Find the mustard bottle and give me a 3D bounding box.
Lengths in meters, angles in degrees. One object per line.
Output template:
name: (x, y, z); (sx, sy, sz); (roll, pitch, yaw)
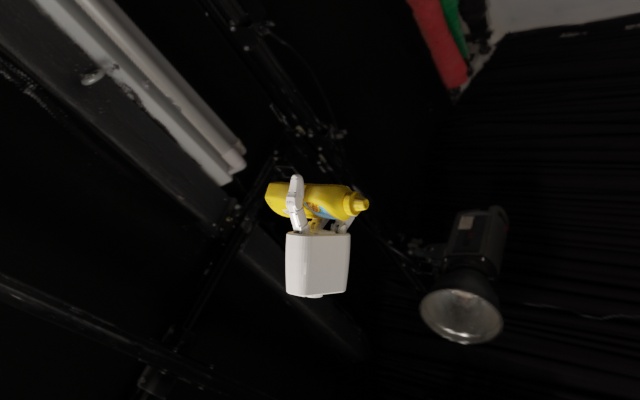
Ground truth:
mustard bottle: (0.000, 0.002, 0.841); (0.191, 0.058, 0.096); (3, -23, 39)
